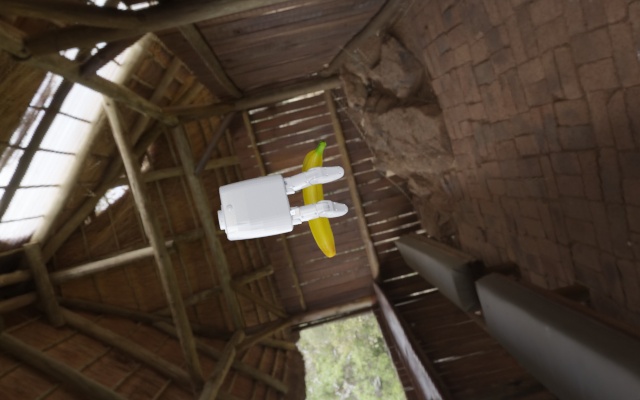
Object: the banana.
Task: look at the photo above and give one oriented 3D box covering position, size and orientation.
[{"bbox_3d":[-0.006,0.000,0.834,0.037,0.198,0.069,-7,1,-18],"label":"banana"}]
